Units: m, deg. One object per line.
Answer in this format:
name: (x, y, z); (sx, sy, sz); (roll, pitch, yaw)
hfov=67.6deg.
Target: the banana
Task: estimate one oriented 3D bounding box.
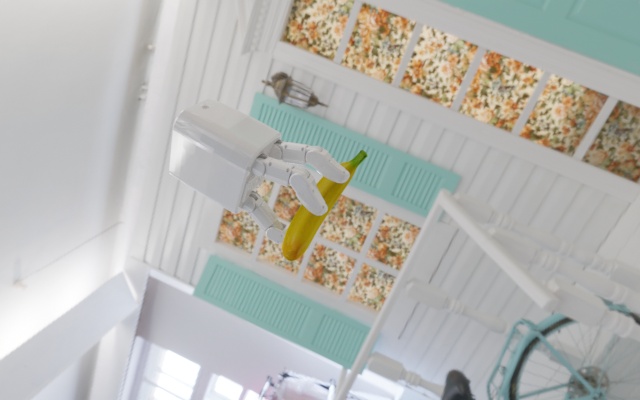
banana: (-0.004, 0.009, 0.612); (0.037, 0.197, 0.070); (34, -35, 0)
